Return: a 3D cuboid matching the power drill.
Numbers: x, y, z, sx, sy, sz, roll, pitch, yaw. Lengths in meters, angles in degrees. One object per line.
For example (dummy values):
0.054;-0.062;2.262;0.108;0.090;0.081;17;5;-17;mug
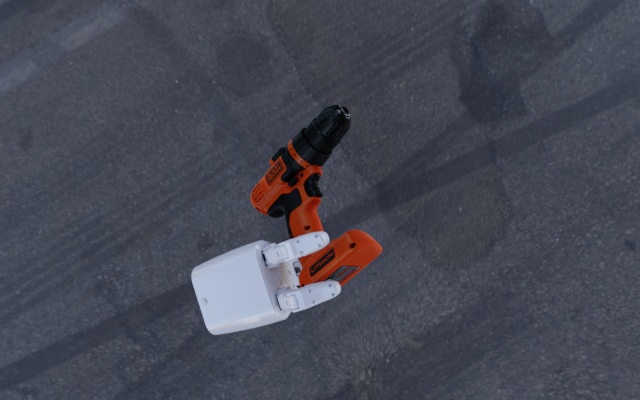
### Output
0.000;0.002;0.577;0.057;0.187;0.184;9;-46;-43;power drill
